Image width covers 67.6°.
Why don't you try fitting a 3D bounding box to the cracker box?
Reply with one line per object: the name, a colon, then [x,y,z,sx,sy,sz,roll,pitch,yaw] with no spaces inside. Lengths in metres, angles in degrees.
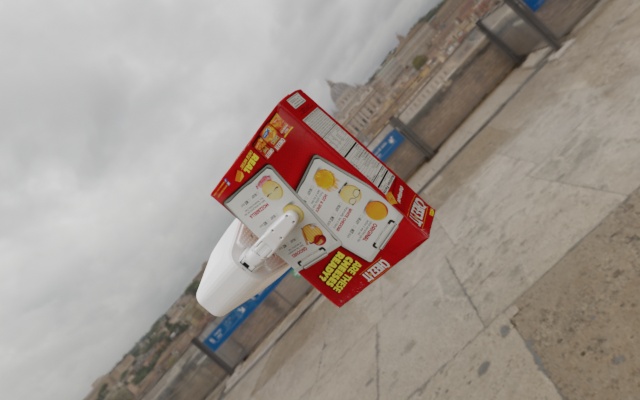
cracker box: [0.000,0.002,0.564,0.164,0.214,0.072,-46,5,35]
